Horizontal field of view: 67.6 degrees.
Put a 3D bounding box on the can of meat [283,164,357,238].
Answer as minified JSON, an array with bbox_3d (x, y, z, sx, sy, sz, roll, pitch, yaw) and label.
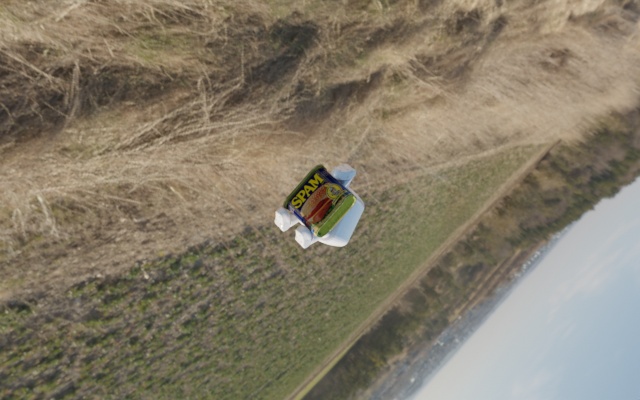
[{"bbox_3d":[0.000,0.003,0.833,0.084,0.102,0.057,43,3,22],"label":"can of meat"}]
